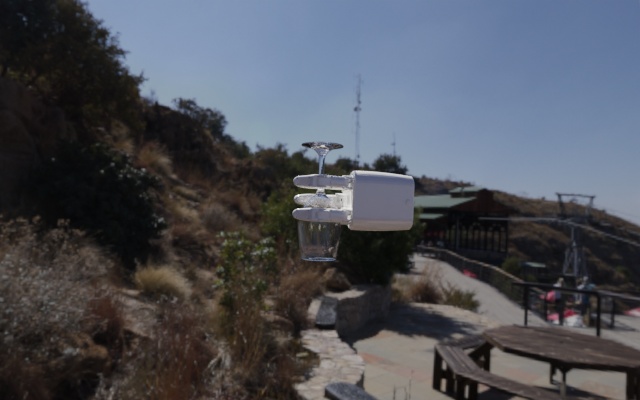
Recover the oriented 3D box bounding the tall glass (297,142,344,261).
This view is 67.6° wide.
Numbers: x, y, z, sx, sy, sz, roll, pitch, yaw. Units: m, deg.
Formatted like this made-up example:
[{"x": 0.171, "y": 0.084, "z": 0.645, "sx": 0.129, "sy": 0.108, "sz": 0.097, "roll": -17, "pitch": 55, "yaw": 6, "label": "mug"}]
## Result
[{"x": 0.000, "y": 0.002, "z": 0.832, "sx": 0.079, "sy": 0.201, "sz": 0.079, "roll": 3, "pitch": -2, "yaw": 0, "label": "tall glass"}]
